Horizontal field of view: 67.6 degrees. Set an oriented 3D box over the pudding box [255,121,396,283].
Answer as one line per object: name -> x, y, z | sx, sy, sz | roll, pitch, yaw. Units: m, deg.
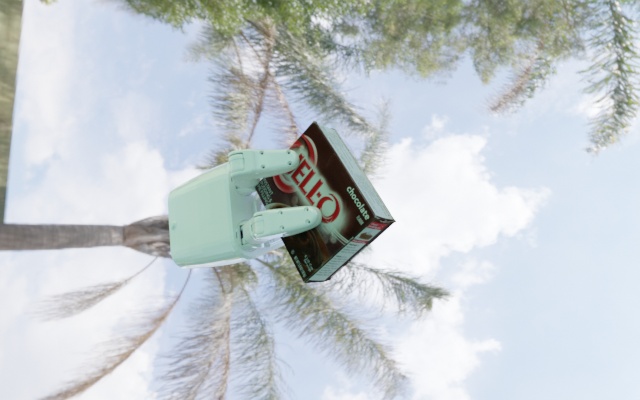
pudding box -> 0.000, 0.001, 0.420 | 0.090, 0.113, 0.039 | -46, -30, 26
